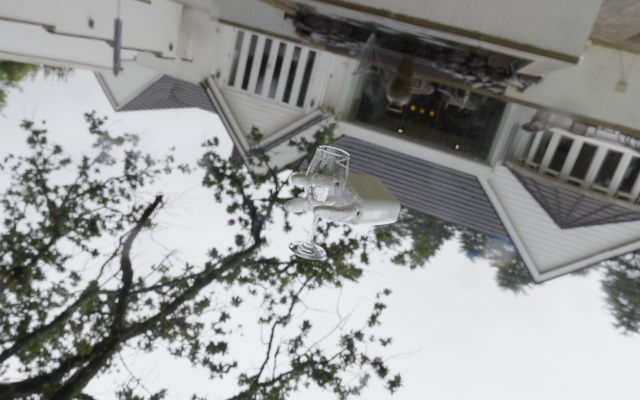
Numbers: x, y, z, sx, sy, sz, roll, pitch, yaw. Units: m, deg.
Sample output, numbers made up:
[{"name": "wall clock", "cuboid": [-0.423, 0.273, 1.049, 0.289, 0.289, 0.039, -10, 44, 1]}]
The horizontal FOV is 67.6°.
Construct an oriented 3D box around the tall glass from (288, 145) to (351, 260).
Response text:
[{"name": "tall glass", "cuboid": [0.000, 0.004, 0.880, 0.079, 0.201, 0.079, 14, 17, -4]}]
